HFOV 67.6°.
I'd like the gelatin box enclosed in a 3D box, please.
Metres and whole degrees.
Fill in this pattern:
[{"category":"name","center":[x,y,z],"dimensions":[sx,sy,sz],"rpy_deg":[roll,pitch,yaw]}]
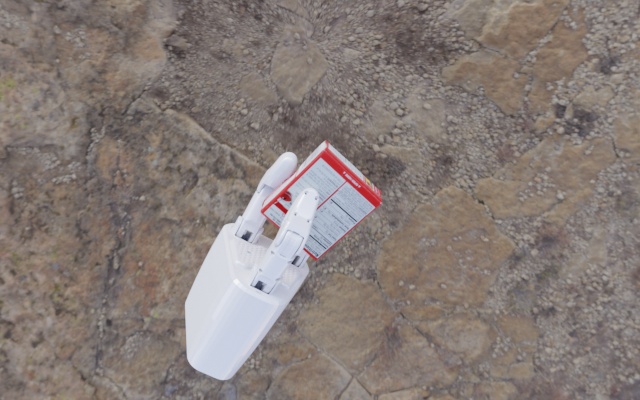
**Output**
[{"category":"gelatin box","center":[0.000,0.001,0.441],"dimensions":[0.073,0.089,0.030],"rpy_deg":[41,20,-15]}]
